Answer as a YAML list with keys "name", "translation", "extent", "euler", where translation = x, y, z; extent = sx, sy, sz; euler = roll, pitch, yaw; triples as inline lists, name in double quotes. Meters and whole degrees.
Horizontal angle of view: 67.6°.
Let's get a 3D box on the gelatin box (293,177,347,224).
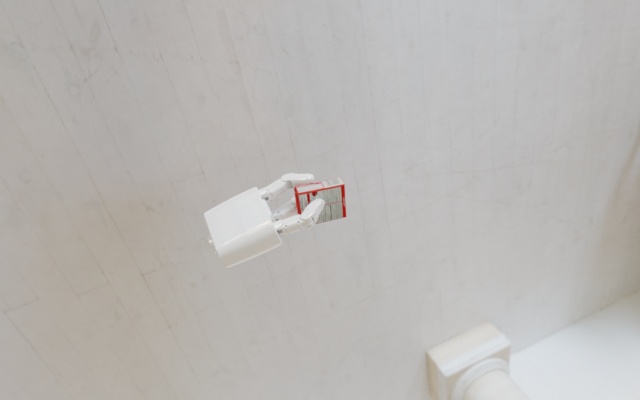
- name: "gelatin box"
  translation: [0.001, 0.003, 0.857]
  extent: [0.089, 0.073, 0.030]
  euler: [-12, 35, -9]
